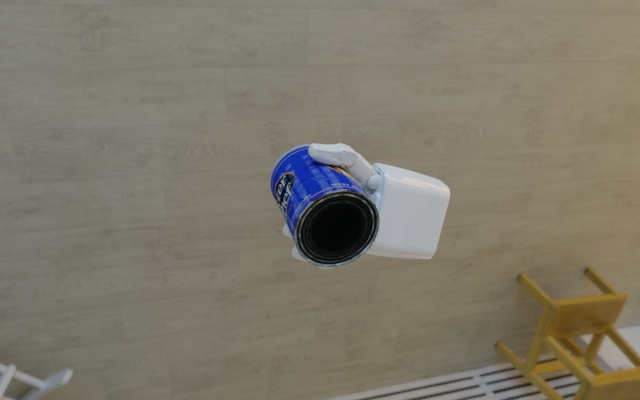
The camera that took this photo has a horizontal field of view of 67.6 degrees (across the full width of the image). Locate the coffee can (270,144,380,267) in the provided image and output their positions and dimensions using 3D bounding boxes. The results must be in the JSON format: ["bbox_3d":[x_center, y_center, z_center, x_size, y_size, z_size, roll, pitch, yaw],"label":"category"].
[{"bbox_3d":[0.000,0.002,0.599,0.103,0.103,0.140,0,28,-19],"label":"coffee can"}]
